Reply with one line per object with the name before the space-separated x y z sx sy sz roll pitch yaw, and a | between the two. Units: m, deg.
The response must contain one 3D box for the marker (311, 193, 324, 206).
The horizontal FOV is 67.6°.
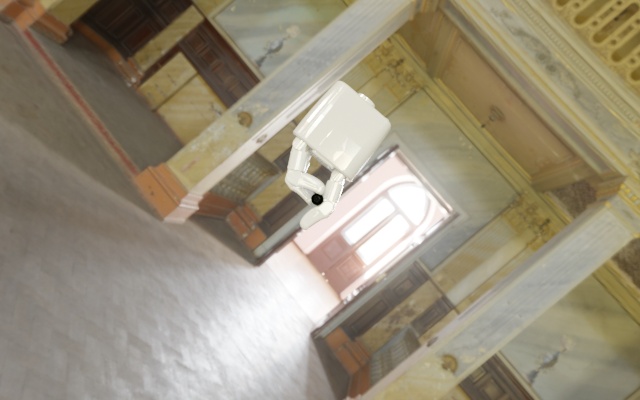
marker | 0.000 0.003 0.764 0.020 0.020 0.121 0 -5 5
